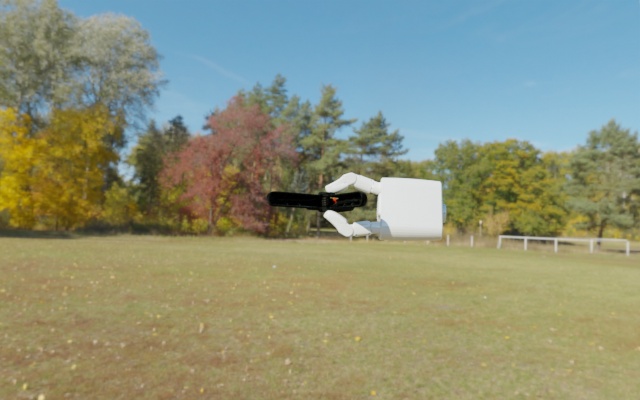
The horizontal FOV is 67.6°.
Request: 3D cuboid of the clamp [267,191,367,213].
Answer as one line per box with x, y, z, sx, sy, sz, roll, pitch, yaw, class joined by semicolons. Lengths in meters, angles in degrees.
0.000;0.002;0.853;0.164;0.036;0.210;2;-3;5;clamp
